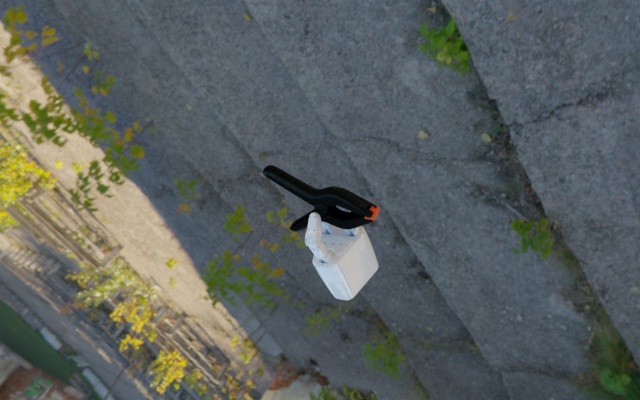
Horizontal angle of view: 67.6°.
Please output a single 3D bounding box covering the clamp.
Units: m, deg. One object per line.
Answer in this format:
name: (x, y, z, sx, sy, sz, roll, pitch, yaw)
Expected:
clamp: (0.000, 0.004, 0.844, 0.210, 0.036, 0.165, 3, -42, 34)
